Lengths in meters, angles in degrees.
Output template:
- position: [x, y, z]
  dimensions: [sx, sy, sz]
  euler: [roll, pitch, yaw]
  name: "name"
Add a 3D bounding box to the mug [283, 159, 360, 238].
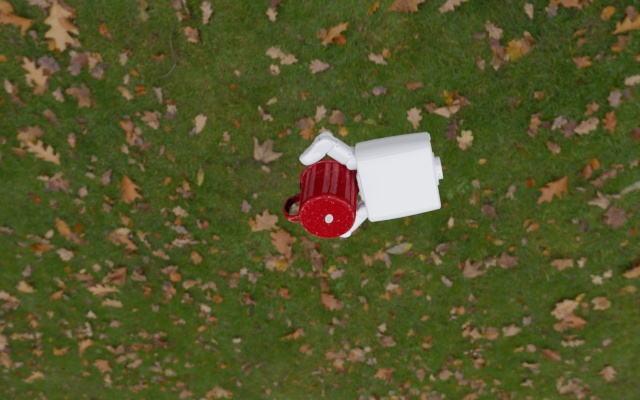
- position: [-0.001, 0.003, 0.693]
  dimensions: [0.117, 0.093, 0.081]
  euler: [-11, 37, 13]
  name: "mug"
